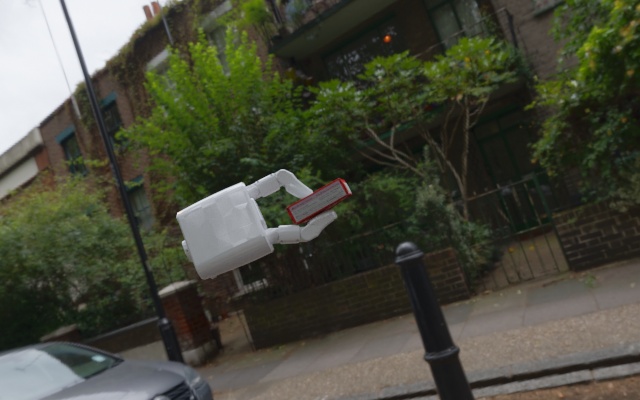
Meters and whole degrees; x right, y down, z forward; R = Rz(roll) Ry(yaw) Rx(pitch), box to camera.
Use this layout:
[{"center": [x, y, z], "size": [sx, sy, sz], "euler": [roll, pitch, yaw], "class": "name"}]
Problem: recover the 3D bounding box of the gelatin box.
[{"center": [0.000, 0.002, 0.694], "size": [0.089, 0.030, 0.073], "euler": [-30, -4, 7], "class": "gelatin box"}]
